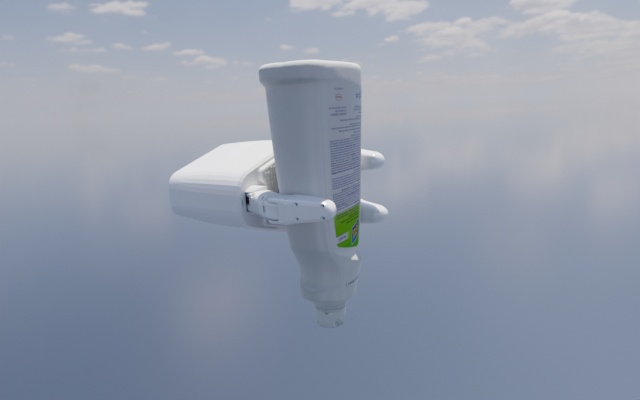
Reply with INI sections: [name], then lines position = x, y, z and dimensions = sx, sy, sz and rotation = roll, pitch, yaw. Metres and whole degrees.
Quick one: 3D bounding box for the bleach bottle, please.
[bleach bottle]
position = 0.000, 0.001, 0.450
dimensions = 0.068, 0.251, 0.102
rotation = 5, 14, 32
